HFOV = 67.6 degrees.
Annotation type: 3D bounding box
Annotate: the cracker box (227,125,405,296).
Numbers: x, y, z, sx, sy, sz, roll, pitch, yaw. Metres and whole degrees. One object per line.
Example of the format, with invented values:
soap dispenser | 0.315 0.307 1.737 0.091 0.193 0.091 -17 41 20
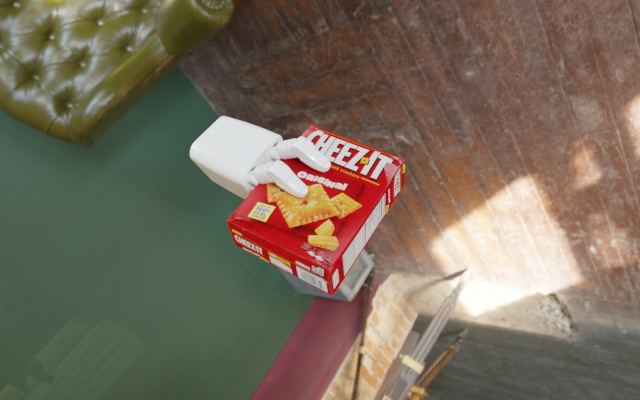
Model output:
cracker box | 0.000 0.002 0.675 0.164 0.213 0.072 24 -32 22
